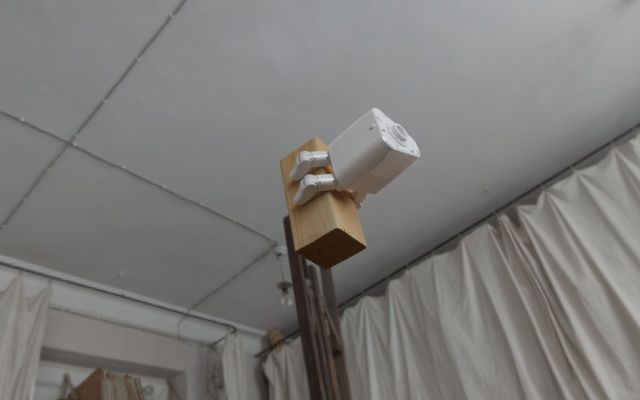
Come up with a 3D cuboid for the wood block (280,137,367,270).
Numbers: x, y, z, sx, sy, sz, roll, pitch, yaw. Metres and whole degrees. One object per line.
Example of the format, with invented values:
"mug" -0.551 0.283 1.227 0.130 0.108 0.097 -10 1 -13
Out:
"wood block" 0.001 0.003 0.839 0.090 0.206 0.091 -32 -43 22
